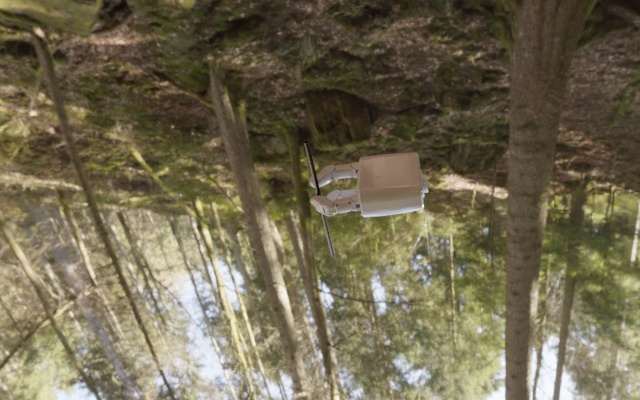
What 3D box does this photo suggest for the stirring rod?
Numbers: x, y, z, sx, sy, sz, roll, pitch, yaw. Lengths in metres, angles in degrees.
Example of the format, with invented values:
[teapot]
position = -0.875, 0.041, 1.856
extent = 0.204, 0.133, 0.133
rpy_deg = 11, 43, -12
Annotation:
[stirring rod]
position = 0.000, 0.003, 0.870
extent = 0.011, 0.240, 0.011
rpy_deg = -10, 30, 6
